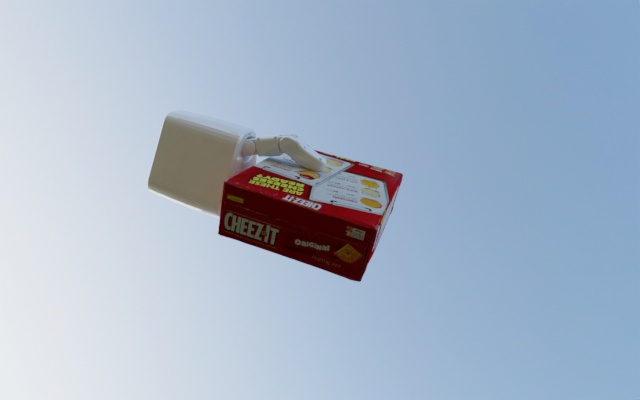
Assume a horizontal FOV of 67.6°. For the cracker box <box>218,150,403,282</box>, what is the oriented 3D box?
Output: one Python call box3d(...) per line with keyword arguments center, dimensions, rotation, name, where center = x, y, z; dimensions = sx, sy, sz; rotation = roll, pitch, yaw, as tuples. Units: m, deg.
box3d(center=(0.000, 0.002, 0.574), dimensions=(0.164, 0.072, 0.213), rotation=(17, 22, 11), name="cracker box")
